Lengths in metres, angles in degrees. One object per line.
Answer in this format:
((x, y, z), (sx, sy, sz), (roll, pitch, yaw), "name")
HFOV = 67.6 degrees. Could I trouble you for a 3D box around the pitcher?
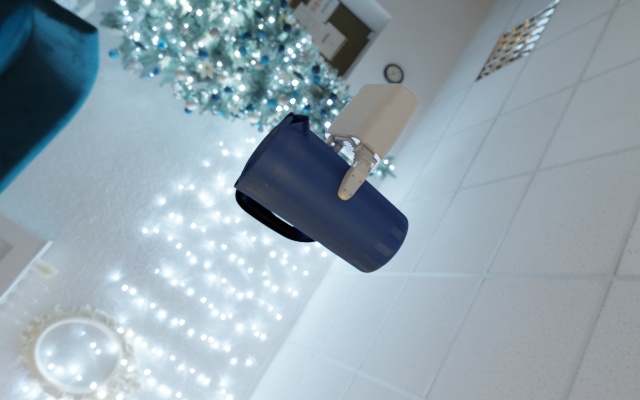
((0.000, 0.002, 0.696), (0.243, 0.145, 0.149), (38, -11, -13), "pitcher")
